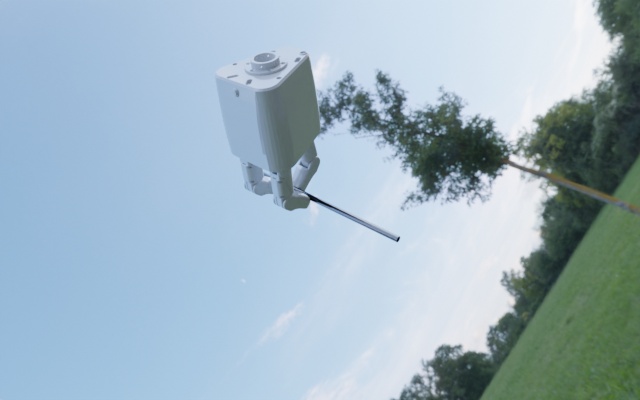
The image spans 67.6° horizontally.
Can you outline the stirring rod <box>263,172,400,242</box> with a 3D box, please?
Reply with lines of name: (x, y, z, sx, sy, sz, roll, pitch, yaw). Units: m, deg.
stirring rod: (0.000, 0.002, 0.624, 0.239, 0.011, 0.011, 25, 14, 33)
